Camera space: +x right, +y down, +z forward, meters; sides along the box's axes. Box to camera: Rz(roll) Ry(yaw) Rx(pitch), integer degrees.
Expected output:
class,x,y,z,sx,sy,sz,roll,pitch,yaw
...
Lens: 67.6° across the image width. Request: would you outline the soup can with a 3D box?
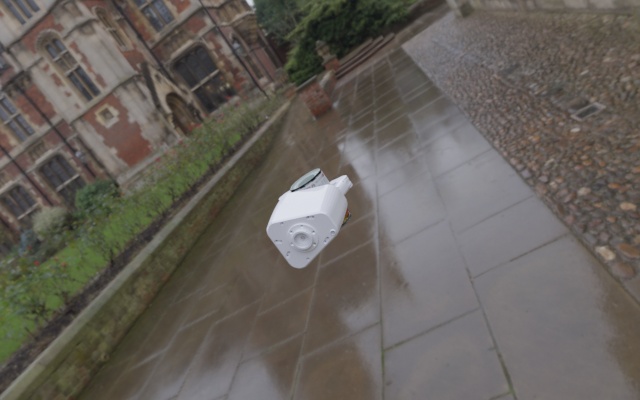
class,x,y,z,sx,sy,sz,roll,pitch,yaw
soup can,0.000,0.002,0.856,0.068,0.102,0.068,-32,15,10
